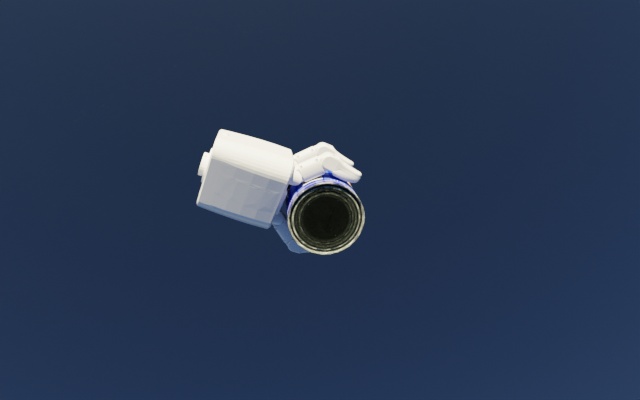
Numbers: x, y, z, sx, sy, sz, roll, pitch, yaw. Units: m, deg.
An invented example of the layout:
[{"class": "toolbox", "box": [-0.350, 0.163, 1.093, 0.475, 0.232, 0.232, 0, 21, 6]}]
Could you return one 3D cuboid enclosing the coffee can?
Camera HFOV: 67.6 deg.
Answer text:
[{"class": "coffee can", "box": [0.000, 0.002, 0.691, 0.103, 0.103, 0.140, 0, 19, -7]}]
